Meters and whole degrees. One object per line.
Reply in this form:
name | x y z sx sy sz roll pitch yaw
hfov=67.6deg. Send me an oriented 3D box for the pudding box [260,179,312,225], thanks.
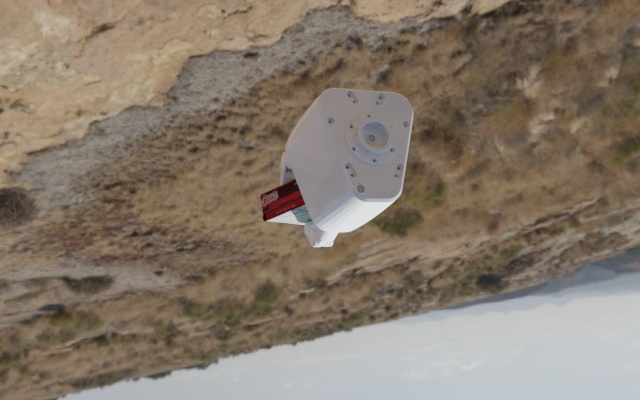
pudding box | 0.000 0.002 0.564 0.090 0.039 0.113 -20 -22 41
